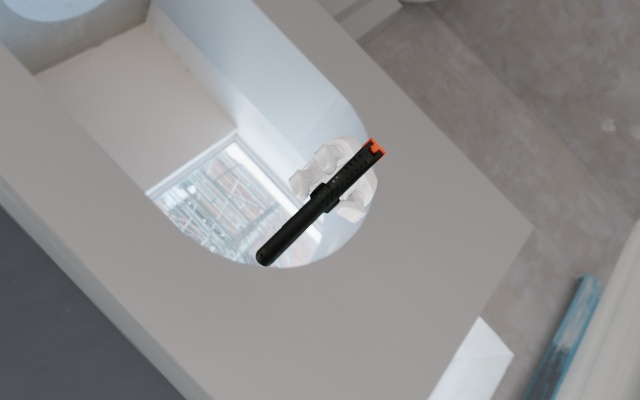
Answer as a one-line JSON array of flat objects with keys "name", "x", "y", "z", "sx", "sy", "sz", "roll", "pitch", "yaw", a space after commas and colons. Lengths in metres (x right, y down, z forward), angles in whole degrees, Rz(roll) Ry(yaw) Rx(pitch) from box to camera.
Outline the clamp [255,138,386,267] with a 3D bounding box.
[{"name": "clamp", "x": 0.001, "y": 0.002, "z": 0.632, "sx": 0.210, "sy": 0.036, "sz": 0.164, "roll": -44, "pitch": 2, "yaw": 19}]
